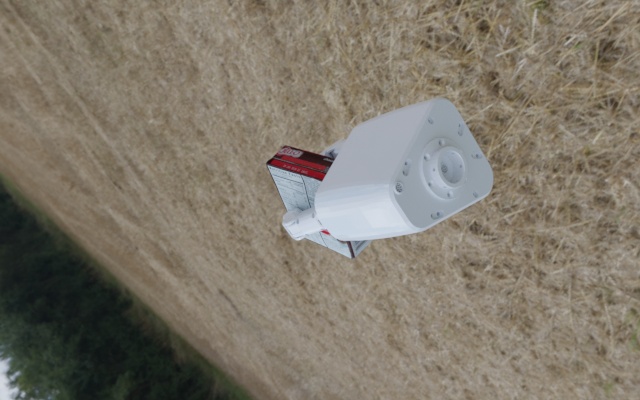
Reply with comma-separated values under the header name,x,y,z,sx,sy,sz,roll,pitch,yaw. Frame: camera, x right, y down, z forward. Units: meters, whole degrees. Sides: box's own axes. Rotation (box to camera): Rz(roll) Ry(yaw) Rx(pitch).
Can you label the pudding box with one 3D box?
name,x,y,z,sx,sy,sz,roll,pitch,yaw
pudding box,0.000,0.002,0.506,0.090,0.114,0.039,20,52,39
